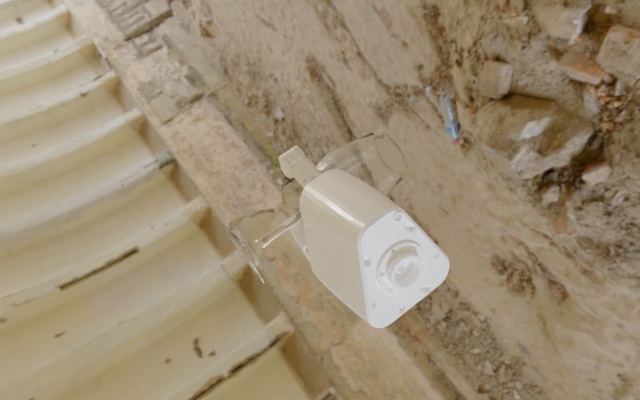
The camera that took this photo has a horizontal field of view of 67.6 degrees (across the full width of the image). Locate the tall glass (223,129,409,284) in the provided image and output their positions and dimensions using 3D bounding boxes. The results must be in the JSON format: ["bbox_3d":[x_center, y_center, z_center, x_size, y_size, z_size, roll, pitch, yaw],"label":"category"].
[{"bbox_3d":[-0.001,0.002,0.517,0.201,0.079,0.079,-35,8,-12],"label":"tall glass"}]
